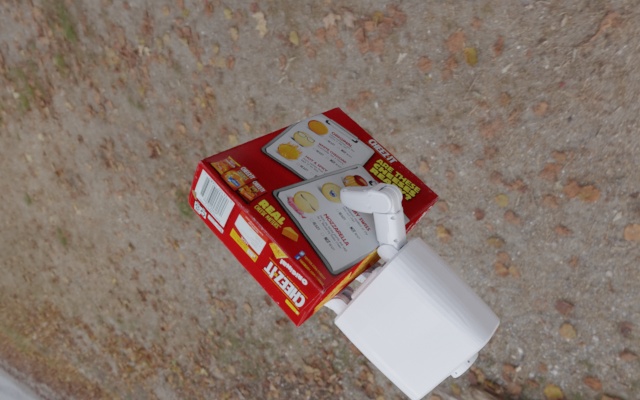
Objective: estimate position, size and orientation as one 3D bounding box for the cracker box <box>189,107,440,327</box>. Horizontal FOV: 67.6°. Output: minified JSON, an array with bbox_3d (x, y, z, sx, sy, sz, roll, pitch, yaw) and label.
[{"bbox_3d":[0.000,0.002,0.495,0.213,0.164,0.072,-31,-20,-45],"label":"cracker box"}]
